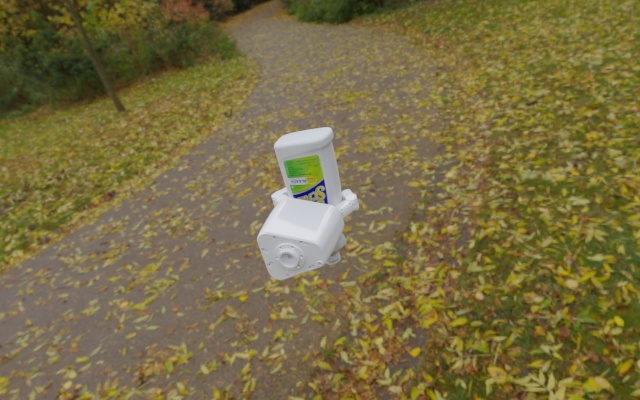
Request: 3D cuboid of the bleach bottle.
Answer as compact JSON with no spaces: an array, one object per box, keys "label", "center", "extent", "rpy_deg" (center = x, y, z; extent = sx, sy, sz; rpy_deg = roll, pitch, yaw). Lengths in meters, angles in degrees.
[{"label":"bleach bottle","center":[0.000,0.003,0.843],"extent":[0.102,0.251,0.068],"rpy_deg":[-6,27,21]}]
